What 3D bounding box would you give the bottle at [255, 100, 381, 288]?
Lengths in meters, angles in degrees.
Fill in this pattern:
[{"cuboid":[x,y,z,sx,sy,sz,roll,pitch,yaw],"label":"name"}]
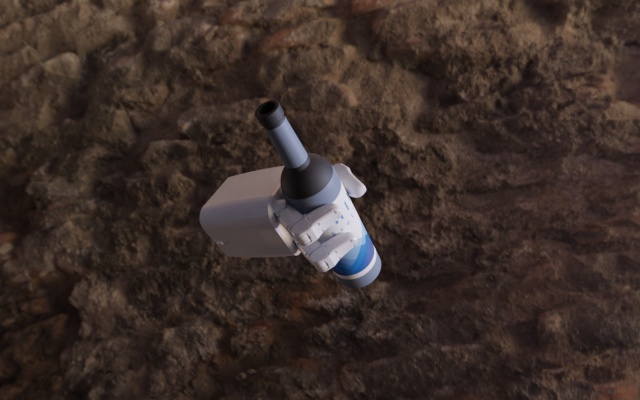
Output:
[{"cuboid":[0.000,0.002,0.577,0.069,0.069,0.296,0,-40,28],"label":"bottle"}]
